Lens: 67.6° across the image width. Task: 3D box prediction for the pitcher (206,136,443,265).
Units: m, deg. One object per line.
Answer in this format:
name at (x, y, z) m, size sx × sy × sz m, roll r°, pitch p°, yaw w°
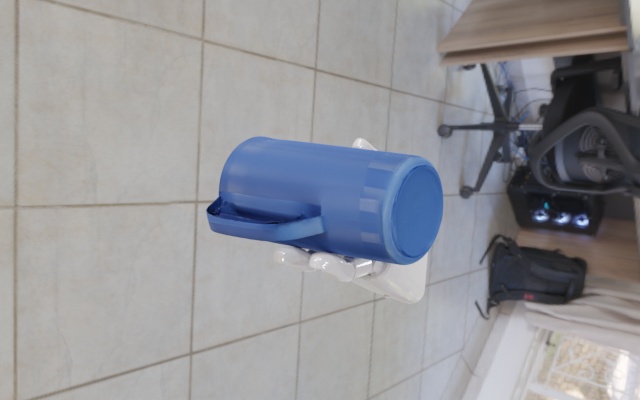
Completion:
pitcher at (0.000, 0.002, 0.531) m, size 0.243 × 0.149 × 0.145 m, roll 9°, pitch -20°, yaw 42°
